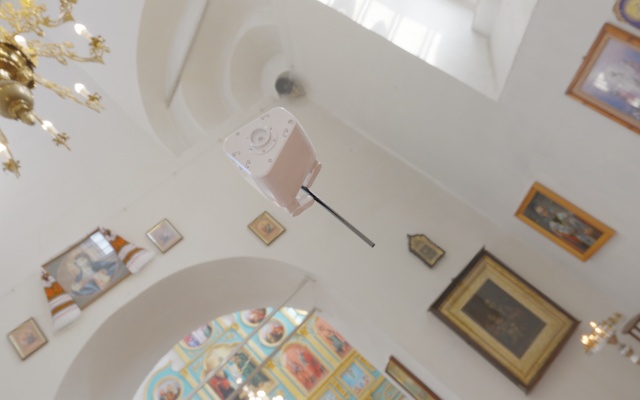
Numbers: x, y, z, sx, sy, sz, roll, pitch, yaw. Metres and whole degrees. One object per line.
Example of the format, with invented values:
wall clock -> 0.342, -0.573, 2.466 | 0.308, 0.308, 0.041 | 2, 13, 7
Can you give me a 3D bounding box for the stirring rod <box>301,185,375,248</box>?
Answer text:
stirring rod -> 0.000, 0.003, 0.807 | 0.239, 0.011, 0.011 | 40, 19, 25
